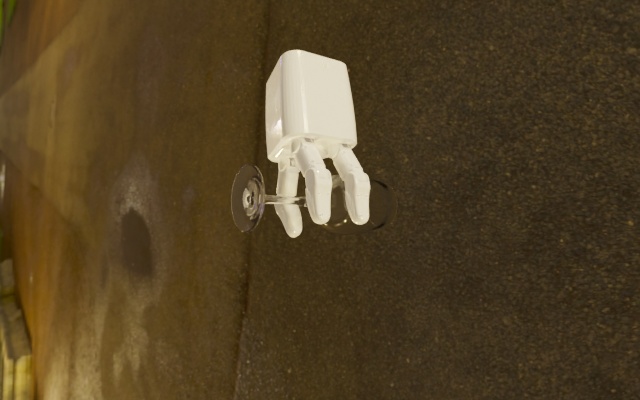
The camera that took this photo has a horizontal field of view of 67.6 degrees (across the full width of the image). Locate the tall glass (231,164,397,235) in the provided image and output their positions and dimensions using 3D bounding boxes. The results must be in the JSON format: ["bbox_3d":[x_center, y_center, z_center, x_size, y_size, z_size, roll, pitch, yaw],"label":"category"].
[{"bbox_3d":[0.000,0.002,0.574,0.201,0.079,0.079,4,-2,-36],"label":"tall glass"}]
